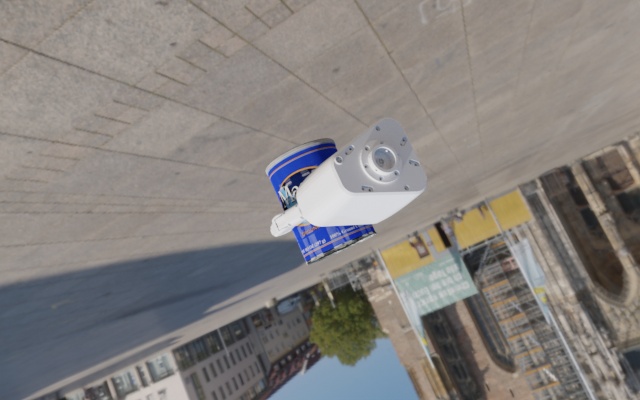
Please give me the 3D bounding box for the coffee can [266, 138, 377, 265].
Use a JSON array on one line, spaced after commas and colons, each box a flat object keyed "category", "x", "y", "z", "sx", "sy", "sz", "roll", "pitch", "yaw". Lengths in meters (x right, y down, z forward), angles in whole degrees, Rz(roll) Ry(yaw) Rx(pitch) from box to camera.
[{"category": "coffee can", "x": 0.000, "y": 0.002, "z": 0.643, "sx": 0.103, "sy": 0.140, "sz": 0.103, "roll": -24, "pitch": -9, "yaw": -4}]
